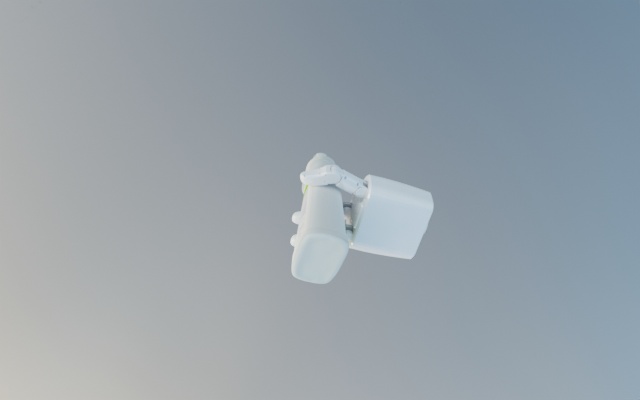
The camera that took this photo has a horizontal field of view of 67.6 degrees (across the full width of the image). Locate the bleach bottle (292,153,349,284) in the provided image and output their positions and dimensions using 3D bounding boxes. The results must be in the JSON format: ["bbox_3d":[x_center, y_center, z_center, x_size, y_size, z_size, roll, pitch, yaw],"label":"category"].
[{"bbox_3d":[0.000,0.003,0.740,0.068,0.103,0.250,14,39,-10],"label":"bleach bottle"}]
